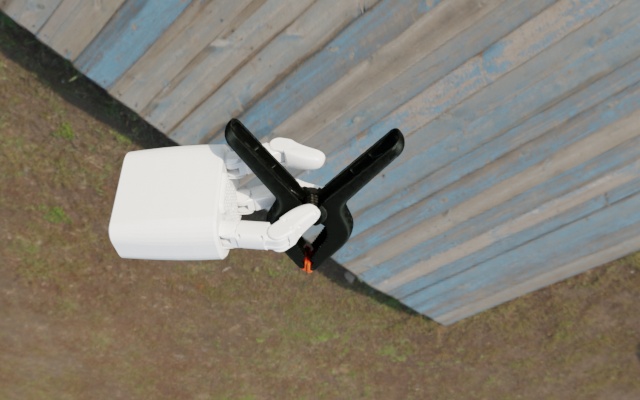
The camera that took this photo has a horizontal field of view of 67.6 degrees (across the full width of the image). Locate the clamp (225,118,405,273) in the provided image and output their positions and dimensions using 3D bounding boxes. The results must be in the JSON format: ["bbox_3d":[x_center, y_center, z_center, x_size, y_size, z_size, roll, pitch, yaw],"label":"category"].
[{"bbox_3d":[0.000,0.003,0.497,0.164,0.036,0.210,-1,-45,4],"label":"clamp"}]
